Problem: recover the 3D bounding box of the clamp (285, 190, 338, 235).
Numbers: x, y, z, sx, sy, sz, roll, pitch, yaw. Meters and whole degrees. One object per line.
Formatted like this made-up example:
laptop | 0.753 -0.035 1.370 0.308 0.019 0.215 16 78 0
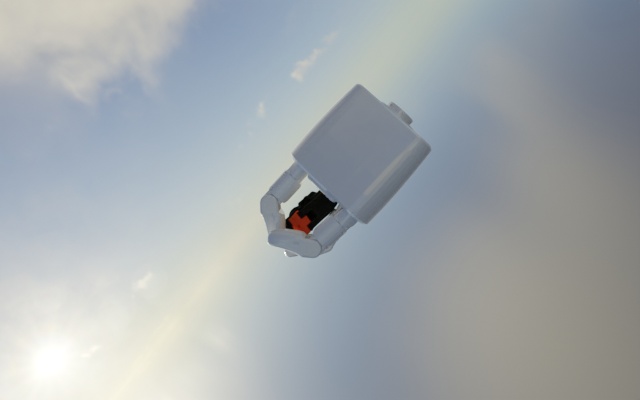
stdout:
clamp | 0.000 0.002 0.601 0.039 0.120 0.171 44 9 -6
